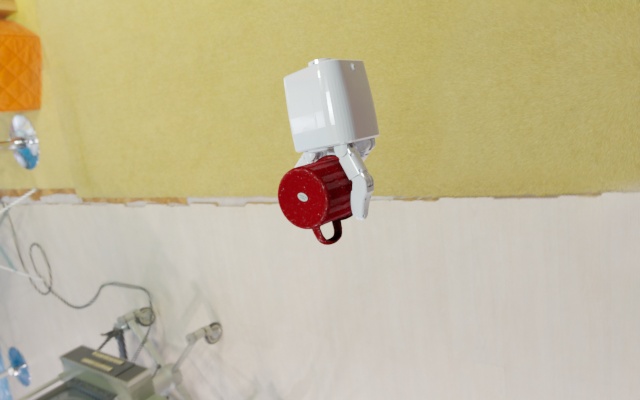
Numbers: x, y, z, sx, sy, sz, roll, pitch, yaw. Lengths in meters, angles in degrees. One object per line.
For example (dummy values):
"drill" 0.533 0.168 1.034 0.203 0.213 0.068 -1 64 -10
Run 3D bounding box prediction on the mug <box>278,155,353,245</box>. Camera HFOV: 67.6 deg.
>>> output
"mug" 0.000 0.004 0.633 0.093 0.117 0.081 -7 7 35
